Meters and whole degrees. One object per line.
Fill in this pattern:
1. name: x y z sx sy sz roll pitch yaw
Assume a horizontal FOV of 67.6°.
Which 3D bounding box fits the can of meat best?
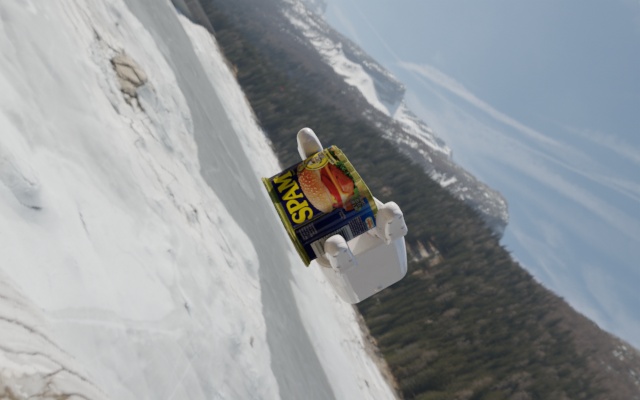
1. can of meat: 0.000 0.001 0.468 0.084 0.102 0.057 -27 -43 -3
